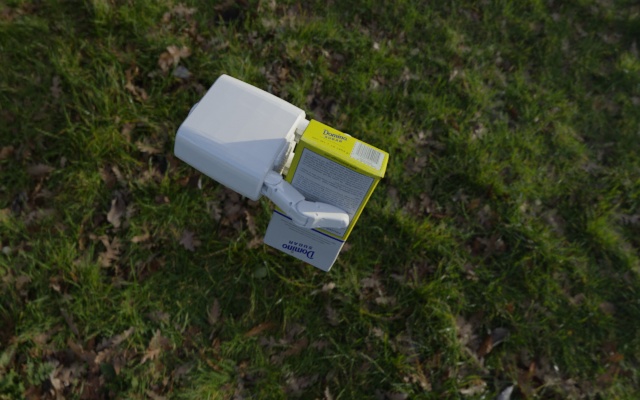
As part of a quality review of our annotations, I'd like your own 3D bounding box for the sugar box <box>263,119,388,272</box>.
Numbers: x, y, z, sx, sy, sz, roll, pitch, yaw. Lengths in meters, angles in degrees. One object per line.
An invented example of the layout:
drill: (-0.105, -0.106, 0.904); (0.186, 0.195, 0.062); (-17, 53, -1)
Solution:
sugar box: (0.000, 0.001, 0.548); (0.093, 0.048, 0.176); (25, -43, -1)
